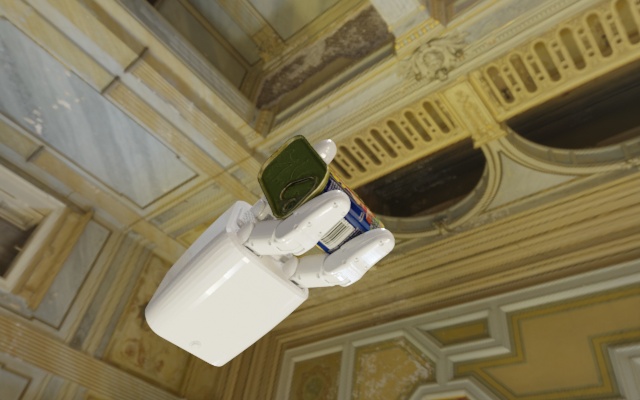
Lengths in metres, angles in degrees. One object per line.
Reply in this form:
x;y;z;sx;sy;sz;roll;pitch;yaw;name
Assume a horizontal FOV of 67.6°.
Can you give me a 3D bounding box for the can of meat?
0.000;0.001;0.413;0.084;0.057;0.102;43;7;-31;can of meat
